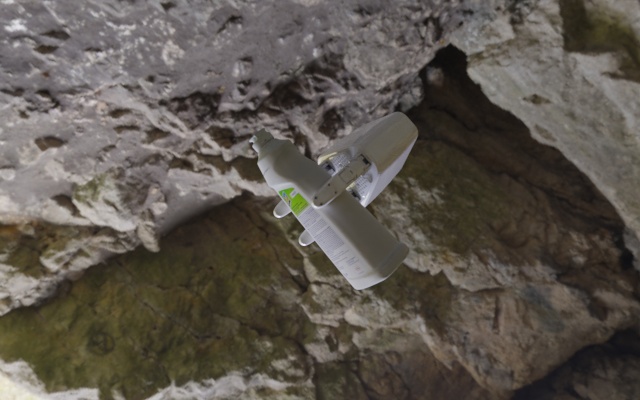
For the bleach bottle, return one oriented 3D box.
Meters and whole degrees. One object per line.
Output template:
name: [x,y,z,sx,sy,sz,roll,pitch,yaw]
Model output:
bleach bottle: [0.000,0.002,0.638,0.068,0.251,0.102,-41,0,-31]
